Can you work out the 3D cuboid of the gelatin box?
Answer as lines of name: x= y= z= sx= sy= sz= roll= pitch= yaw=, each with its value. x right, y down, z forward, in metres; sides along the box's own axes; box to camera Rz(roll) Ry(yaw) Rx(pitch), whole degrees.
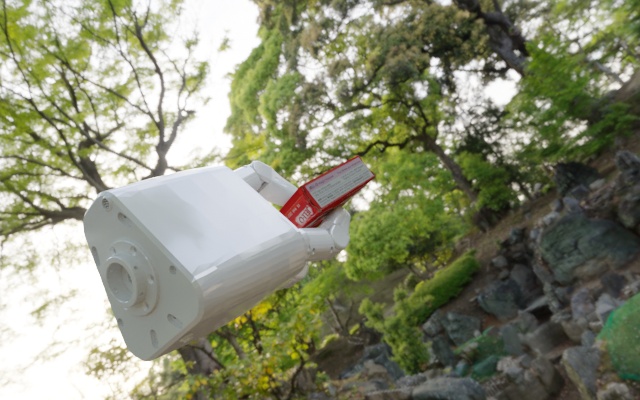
gelatin box: x=0.000 y=0.001 z=0.445 sx=0.089 sy=0.030 sz=0.073 roll=-32 pitch=-9 yaw=-45
